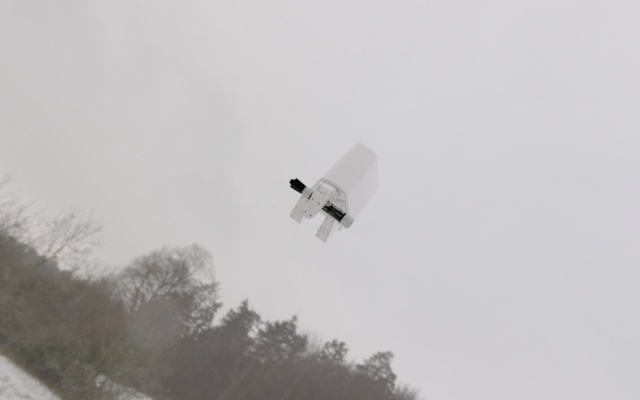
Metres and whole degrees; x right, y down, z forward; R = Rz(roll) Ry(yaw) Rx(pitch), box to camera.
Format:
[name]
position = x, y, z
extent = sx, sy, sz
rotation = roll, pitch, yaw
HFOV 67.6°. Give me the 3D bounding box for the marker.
[marker]
position = 0.000, 0.003, 0.757
extent = 0.121, 0.020, 0.020
rotation = 36, 8, 11
